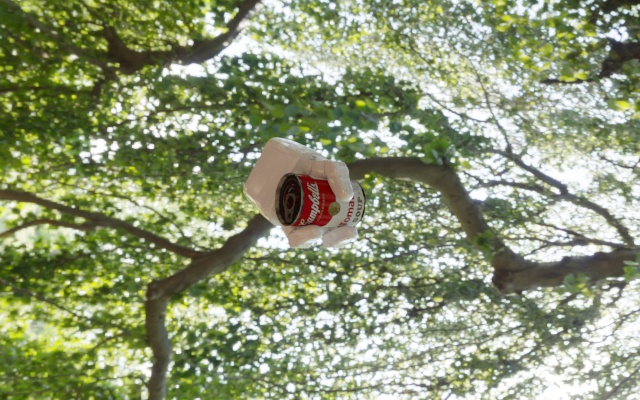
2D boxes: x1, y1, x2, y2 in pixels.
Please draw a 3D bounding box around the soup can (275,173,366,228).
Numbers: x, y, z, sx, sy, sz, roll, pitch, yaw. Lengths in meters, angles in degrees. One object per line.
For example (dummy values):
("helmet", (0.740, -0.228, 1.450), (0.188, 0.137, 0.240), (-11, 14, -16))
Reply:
("soup can", (0.001, 0.002, 0.629), (0.102, 0.068, 0.068), (5, -3, -34))
